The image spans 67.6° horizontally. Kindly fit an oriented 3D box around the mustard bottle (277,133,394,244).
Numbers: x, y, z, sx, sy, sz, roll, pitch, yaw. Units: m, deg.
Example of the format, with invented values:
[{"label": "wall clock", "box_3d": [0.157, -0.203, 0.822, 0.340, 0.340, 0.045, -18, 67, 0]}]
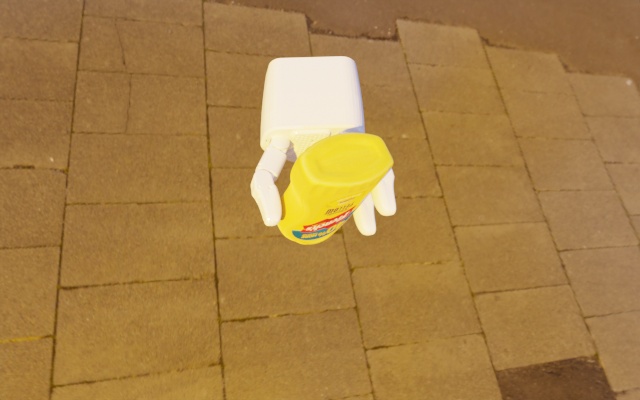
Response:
[{"label": "mustard bottle", "box_3d": [0.000, 0.002, 0.523, 0.096, 0.058, 0.192, -18, -19, -25]}]
